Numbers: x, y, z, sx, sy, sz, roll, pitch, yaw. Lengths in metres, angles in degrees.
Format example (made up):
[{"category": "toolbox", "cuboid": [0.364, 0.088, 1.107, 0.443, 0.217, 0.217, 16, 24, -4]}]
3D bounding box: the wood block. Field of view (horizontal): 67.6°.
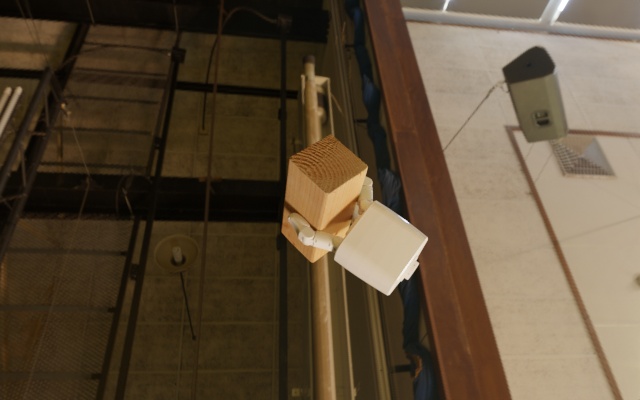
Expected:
[{"category": "wood block", "cuboid": [0.000, 0.003, 0.807, 0.091, 0.090, 0.206, -34, -25, -29]}]
